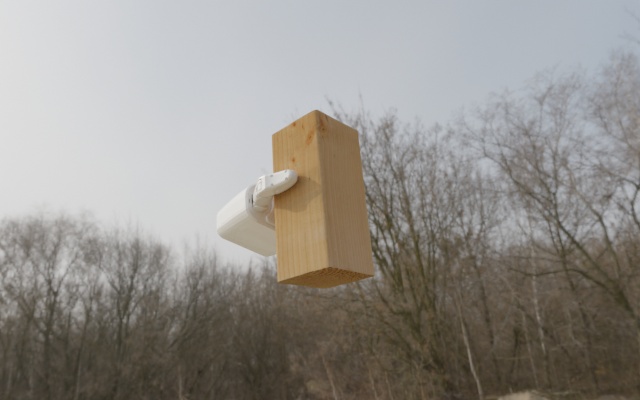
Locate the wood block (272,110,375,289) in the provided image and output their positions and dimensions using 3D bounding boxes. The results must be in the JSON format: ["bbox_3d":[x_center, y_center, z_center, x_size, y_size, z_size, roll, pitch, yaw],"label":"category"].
[{"bbox_3d":[0.000,0.002,0.625,0.090,0.206,0.091,-22,-27,38],"label":"wood block"}]
